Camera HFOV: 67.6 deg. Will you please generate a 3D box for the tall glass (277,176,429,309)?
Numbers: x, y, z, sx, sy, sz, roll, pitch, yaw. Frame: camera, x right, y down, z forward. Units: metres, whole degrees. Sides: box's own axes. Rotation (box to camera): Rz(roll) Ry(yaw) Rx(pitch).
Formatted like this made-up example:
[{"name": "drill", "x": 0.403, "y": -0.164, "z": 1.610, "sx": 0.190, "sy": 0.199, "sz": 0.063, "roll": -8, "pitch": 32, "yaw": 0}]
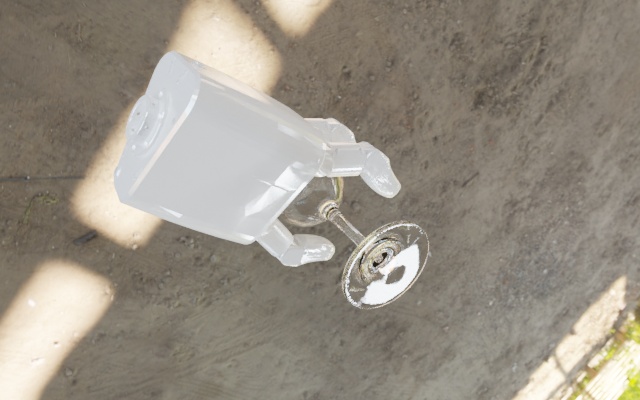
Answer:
[{"name": "tall glass", "x": 0.000, "y": 0.002, "z": 0.413, "sx": 0.079, "sy": 0.079, "sz": 0.201, "roll": 0, "pitch": 27, "yaw": -32}]
